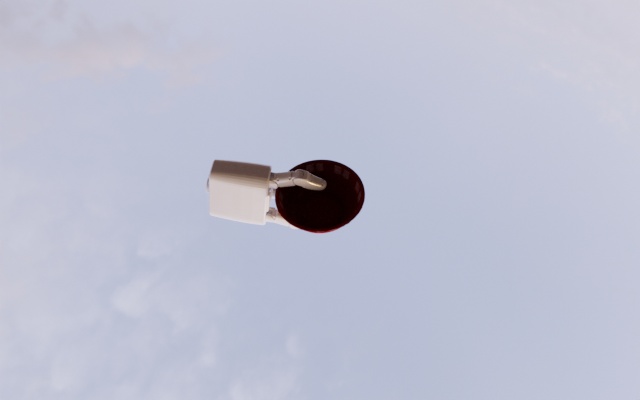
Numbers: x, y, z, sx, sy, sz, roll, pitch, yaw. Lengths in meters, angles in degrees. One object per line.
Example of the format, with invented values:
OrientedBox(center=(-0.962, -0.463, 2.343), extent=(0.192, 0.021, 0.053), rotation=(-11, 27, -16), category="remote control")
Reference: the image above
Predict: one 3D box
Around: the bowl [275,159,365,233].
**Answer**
OrientedBox(center=(0.001, 0.003, 0.869), extent=(0.162, 0.162, 0.055), rotation=(0, -36, 4), category="bowl")
